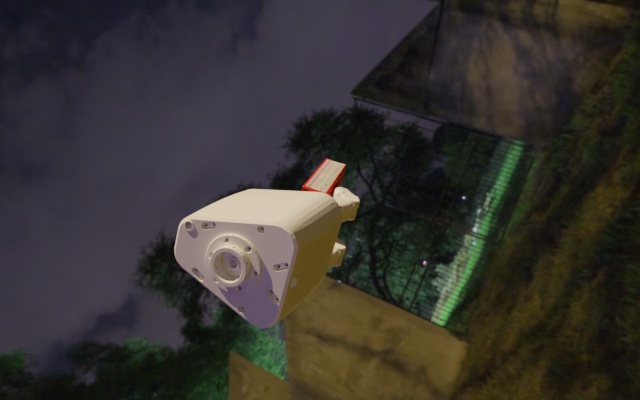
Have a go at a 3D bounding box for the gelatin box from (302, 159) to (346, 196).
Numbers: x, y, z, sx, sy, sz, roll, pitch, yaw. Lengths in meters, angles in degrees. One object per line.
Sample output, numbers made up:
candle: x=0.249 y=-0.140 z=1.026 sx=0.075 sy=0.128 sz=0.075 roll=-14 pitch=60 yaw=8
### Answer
gelatin box: x=0.000 y=0.002 z=0.558 sx=0.030 sy=0.073 sz=0.089 roll=18 pitch=30 yaw=10
